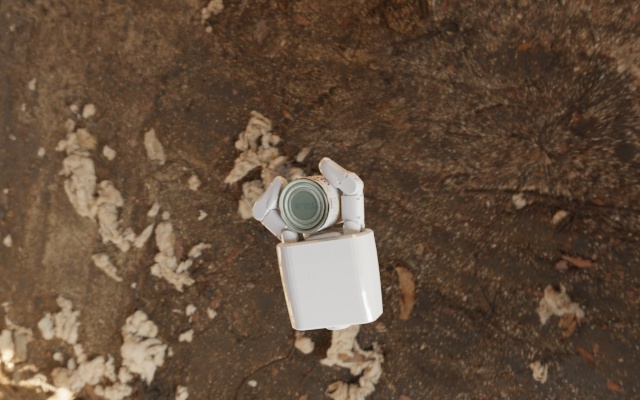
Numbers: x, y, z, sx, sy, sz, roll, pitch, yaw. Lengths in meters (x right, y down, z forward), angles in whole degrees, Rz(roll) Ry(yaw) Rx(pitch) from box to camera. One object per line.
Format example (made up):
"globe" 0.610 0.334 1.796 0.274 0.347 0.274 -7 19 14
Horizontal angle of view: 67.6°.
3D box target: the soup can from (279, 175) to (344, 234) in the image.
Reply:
"soup can" 0.000 0.001 0.600 0.068 0.068 0.102 0 6 25
